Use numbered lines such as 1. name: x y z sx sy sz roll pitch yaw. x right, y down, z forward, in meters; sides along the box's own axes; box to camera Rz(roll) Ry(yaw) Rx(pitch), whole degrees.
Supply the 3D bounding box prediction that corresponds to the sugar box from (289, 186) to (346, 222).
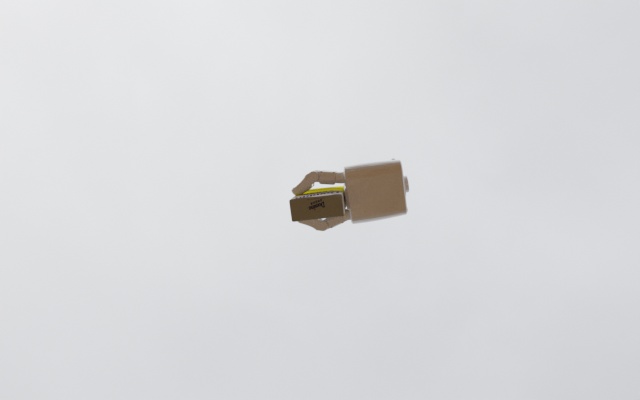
1. sugar box: 0.000 0.002 0.892 0.093 0.048 0.176 -6 3 5
